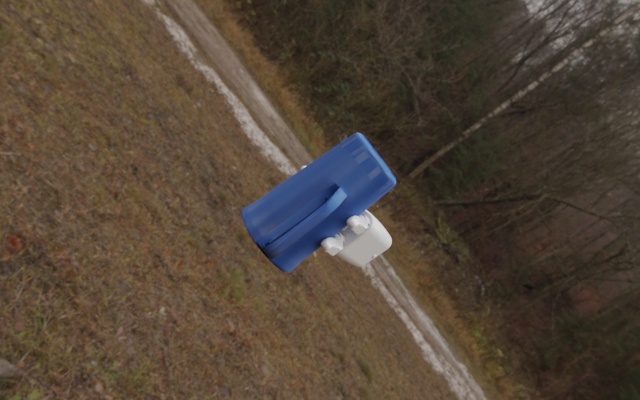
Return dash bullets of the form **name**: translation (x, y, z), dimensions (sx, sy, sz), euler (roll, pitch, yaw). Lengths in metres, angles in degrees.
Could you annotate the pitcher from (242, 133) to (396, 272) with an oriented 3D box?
- **pitcher**: translation (0.000, 0.003, 0.783), dimensions (0.243, 0.149, 0.145), euler (-37, -37, 9)
